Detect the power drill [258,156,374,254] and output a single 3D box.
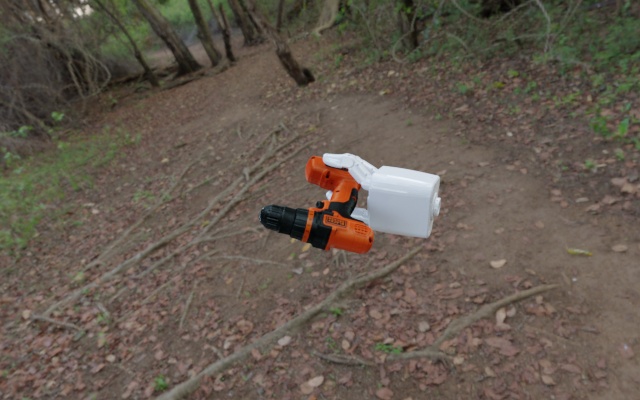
[{"bbox_3d":[0.000,0.002,0.807,0.184,0.057,0.187,16,40,-5],"label":"power drill"}]
